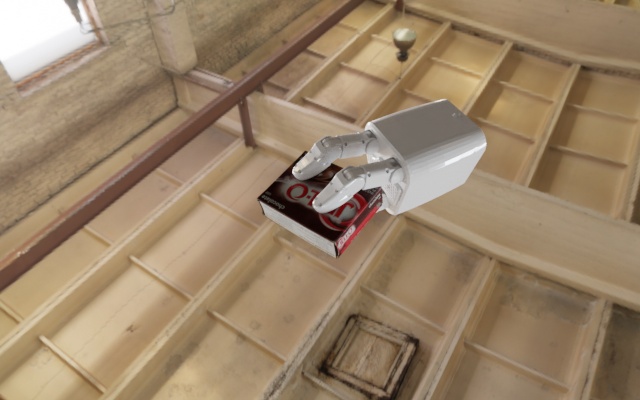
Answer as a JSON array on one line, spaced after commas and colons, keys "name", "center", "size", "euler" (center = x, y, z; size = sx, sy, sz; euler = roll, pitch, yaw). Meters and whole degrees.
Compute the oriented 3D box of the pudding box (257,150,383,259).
[{"name": "pudding box", "center": [0.000, 0.002, 0.540], "size": [0.113, 0.039, 0.090], "euler": [26, 58, 28]}]
